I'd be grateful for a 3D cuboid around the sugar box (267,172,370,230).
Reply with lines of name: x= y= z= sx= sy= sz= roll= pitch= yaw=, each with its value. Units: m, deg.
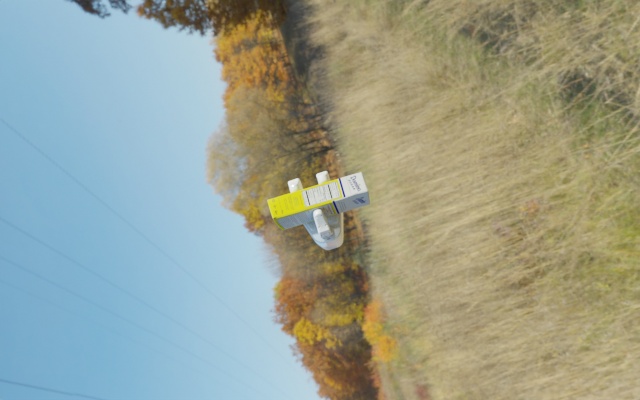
sugar box: x=0.000 y=0.002 z=0.875 sx=0.176 sy=0.048 sz=0.093 roll=-19 pitch=-17 yaw=2
